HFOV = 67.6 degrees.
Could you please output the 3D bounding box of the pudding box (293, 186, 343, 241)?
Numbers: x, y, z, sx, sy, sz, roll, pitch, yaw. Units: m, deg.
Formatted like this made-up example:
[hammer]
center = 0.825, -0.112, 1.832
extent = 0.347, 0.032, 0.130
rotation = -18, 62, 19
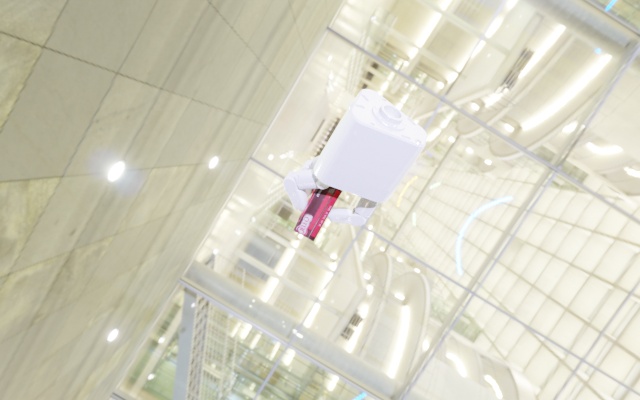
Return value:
[pudding box]
center = 0.000, 0.002, 0.718
extent = 0.039, 0.090, 0.113
rotation = 30, 12, -1
